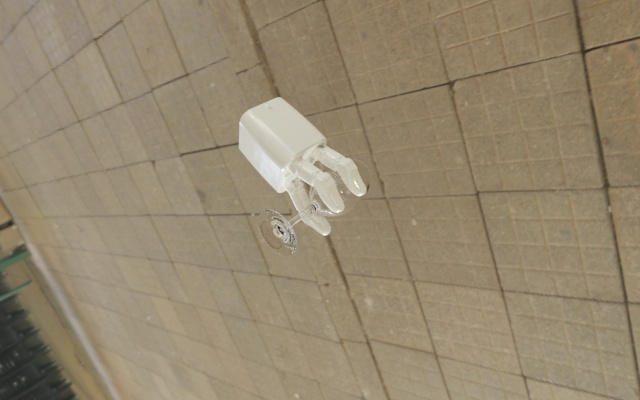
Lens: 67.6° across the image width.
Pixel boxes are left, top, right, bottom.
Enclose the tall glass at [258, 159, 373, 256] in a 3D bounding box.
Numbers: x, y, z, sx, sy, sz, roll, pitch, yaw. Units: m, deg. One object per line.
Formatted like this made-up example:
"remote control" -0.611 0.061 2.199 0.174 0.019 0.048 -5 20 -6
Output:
"tall glass" 0.000 0.003 0.737 0.079 0.079 0.201 0 26 44
